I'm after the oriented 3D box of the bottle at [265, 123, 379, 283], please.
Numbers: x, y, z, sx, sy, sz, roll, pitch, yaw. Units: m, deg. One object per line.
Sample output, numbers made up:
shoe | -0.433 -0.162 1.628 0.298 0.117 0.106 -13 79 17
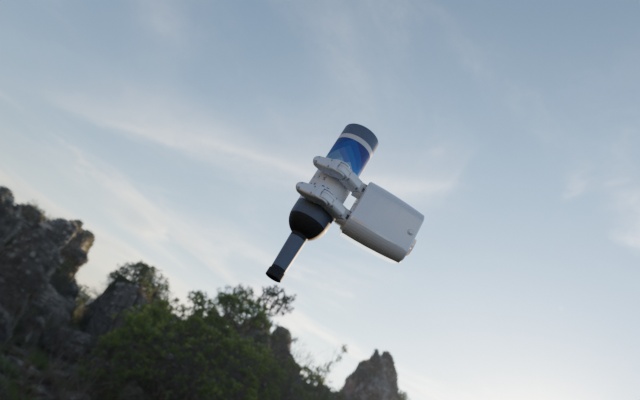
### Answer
bottle | 0.000 0.002 0.775 0.069 0.295 0.069 26 -24 13
